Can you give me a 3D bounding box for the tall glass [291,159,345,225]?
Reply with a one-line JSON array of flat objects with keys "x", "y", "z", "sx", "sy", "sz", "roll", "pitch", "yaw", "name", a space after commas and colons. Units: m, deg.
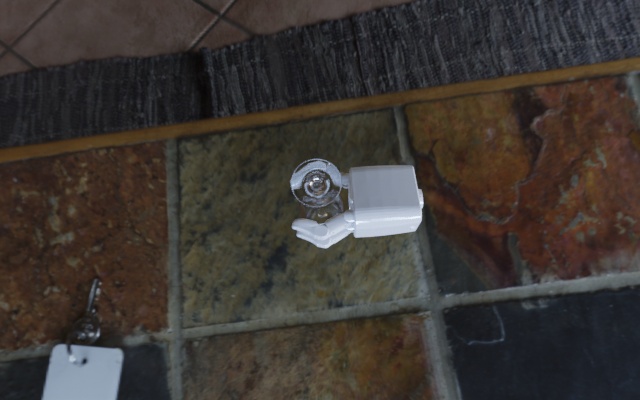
[{"x": 0.000, "y": 0.002, "z": 0.782, "sx": 0.079, "sy": 0.079, "sz": 0.201, "roll": 0, "pitch": -17, "yaw": 3, "name": "tall glass"}]
